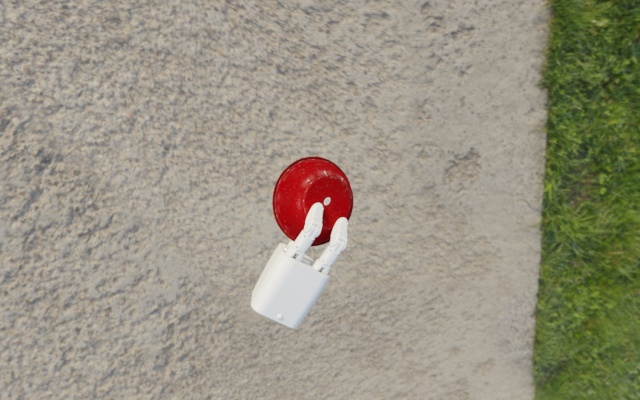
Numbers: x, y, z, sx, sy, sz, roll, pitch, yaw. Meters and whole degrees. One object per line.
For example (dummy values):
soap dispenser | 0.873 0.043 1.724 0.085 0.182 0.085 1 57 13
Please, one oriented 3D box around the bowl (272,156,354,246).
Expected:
bowl | 0.001 0.001 0.834 0.162 0.162 0.055 0 2 -27
